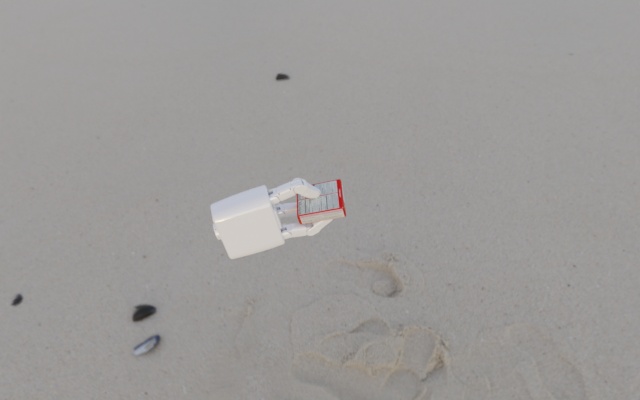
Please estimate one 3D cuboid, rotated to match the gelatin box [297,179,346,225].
[{"bbox_3d":[0.000,0.003,0.891,0.089,0.073,0.030,-11,-42,8],"label":"gelatin box"}]
